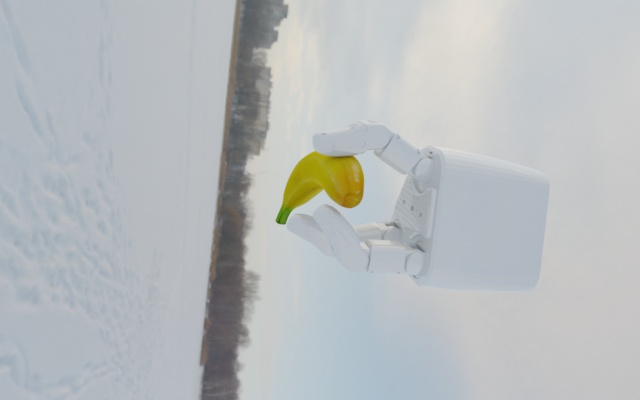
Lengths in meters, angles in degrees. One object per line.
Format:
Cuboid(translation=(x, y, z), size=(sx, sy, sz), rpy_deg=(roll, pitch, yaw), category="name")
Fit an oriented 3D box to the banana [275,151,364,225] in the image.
Cuboid(translation=(0.001, -0.016, 0.438), size=(0.037, 0.069, 0.198), rpy_deg=(10, -10, -17), category="banana")
